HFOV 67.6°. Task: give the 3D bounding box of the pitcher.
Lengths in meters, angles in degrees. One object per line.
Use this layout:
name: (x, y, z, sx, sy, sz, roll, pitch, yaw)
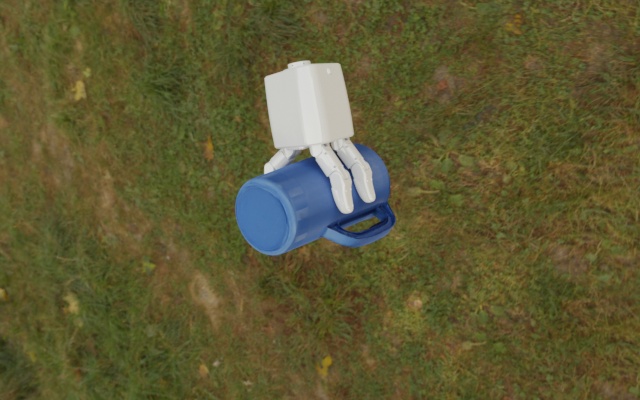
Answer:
pitcher: (0.000, 0.002, 0.715, 0.149, 0.145, 0.243, -2, 13, 37)
